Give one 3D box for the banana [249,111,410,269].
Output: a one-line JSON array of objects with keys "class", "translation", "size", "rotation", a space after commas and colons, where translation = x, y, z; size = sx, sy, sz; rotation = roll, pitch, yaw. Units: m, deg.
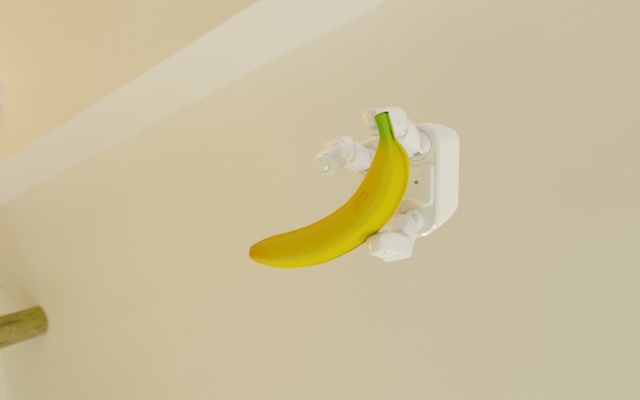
[{"class": "banana", "translation": [0.014, 0.013, 0.420], "size": [0.198, 0.069, 0.037], "rotation": [-45, -11, 28]}]
